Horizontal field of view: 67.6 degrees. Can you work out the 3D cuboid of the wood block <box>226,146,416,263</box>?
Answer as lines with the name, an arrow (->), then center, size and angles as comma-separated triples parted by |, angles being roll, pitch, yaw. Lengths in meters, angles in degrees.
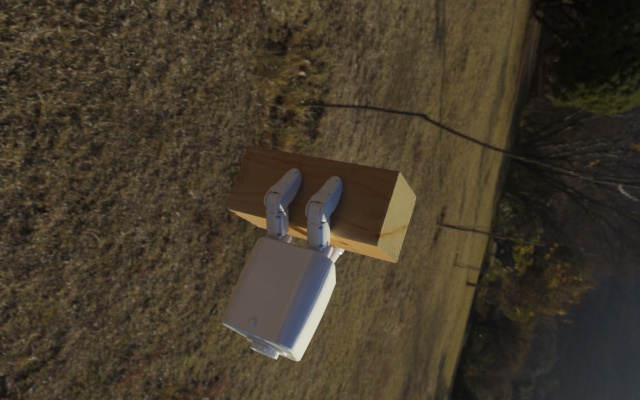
wood block -> 0.000, 0.002, 0.595 | 0.206, 0.090, 0.091 | 13, -13, 27
